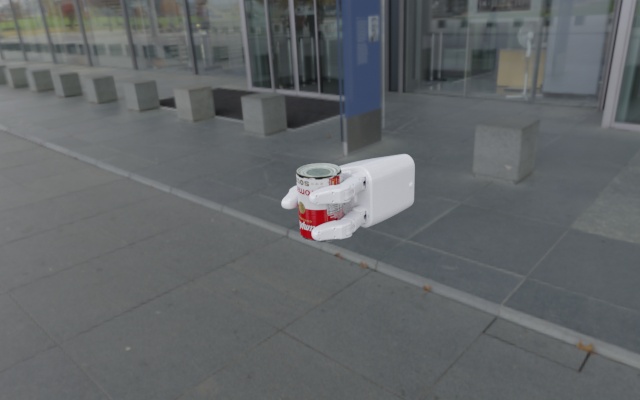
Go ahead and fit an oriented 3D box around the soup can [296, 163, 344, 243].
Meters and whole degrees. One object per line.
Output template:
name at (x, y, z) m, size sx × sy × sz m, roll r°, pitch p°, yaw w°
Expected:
soup can at (0.000, 0.002, 0.711) m, size 0.068 × 0.102 × 0.068 m, roll -3°, pitch 22°, yaw 1°
